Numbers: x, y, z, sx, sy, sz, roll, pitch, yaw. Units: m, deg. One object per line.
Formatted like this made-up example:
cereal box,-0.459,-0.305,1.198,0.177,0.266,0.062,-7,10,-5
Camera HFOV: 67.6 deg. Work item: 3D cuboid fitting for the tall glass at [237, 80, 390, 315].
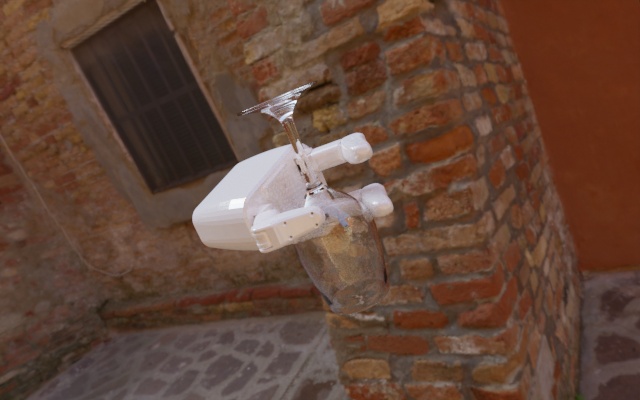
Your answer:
tall glass,0.000,0.001,0.430,0.079,0.201,0.079,-21,14,5
